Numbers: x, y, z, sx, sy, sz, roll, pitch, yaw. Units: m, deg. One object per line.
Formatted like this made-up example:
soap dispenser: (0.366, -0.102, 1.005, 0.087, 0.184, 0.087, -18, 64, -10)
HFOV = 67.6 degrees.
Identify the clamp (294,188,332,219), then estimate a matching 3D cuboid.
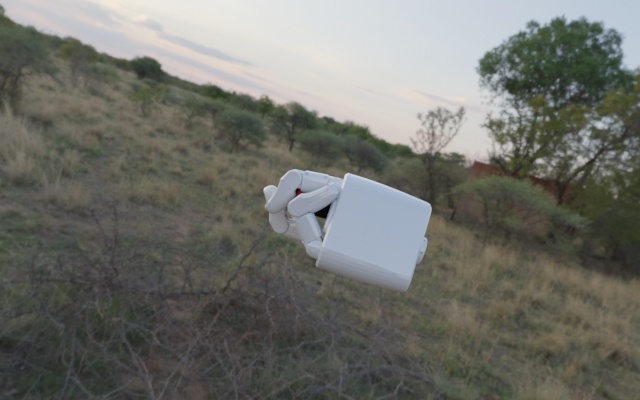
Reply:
clamp: (0.000, 0.002, 0.647, 0.120, 0.039, 0.171, 19, 8, 2)
